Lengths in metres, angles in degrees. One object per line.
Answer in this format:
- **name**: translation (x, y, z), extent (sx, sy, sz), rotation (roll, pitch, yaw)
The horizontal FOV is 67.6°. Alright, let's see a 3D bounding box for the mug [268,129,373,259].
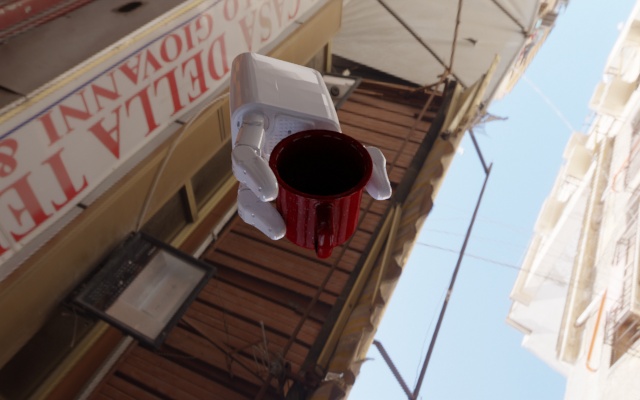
- **mug**: translation (0.000, 0.003, 0.445), extent (0.093, 0.117, 0.082), rotation (-4, -43, -7)
